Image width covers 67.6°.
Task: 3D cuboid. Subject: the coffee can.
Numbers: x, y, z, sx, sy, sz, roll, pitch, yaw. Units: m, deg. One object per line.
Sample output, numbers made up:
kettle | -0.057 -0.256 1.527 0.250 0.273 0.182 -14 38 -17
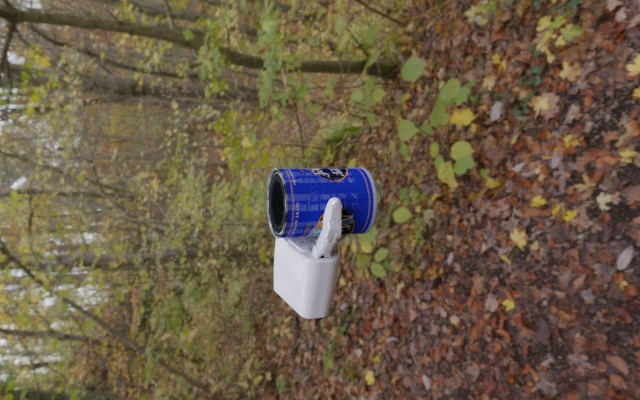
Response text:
coffee can | 0.000 0.002 0.713 0.140 0.103 0.103 -2 1 -21
